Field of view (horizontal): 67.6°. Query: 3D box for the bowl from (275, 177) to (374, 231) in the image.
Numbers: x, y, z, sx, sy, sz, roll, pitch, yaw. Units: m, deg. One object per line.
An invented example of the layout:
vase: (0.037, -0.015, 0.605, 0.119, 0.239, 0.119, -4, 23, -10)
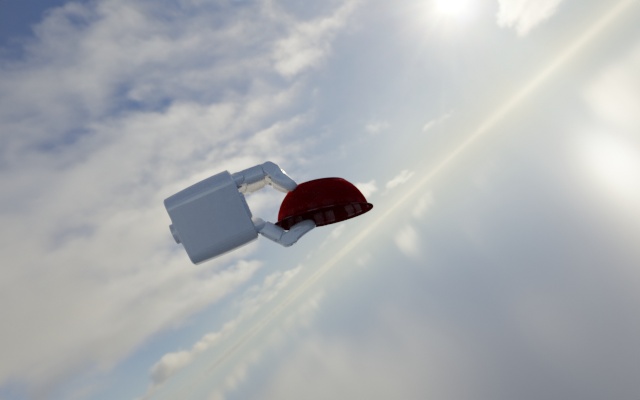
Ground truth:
bowl: (0.001, 0.002, 0.759, 0.162, 0.055, 0.162, -11, -12, -2)
